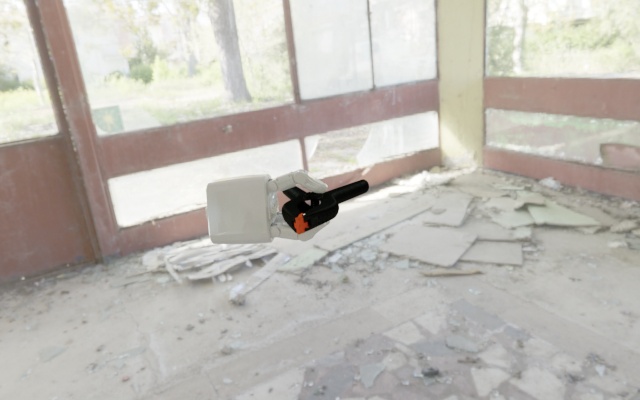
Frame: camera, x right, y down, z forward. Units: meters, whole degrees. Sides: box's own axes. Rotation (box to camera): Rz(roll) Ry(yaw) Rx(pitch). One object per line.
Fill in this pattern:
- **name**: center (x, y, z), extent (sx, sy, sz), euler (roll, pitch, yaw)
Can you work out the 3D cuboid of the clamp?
- **clamp**: center (0.000, 0.002, 0.809), extent (0.164, 0.036, 0.210), euler (-5, 18, 7)
